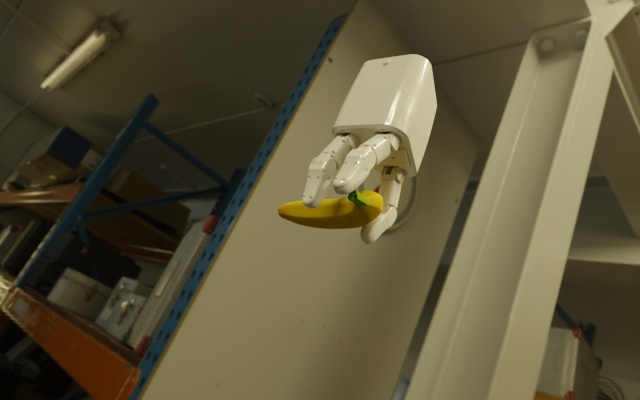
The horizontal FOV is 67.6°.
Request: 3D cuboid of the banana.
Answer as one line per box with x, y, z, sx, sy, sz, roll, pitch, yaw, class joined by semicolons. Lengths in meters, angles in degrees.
0.017;0.009;0.567;0.070;0.037;0.198;27;-19;-22;banana
